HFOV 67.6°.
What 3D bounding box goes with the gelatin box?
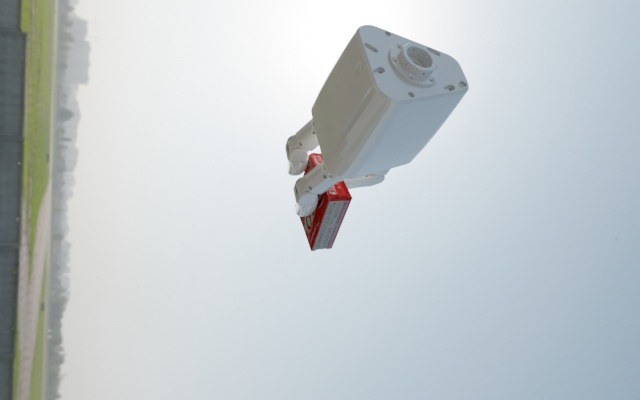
[{"bbox_3d":[0.000,0.002,0.547,0.030,0.073,0.089,-4,-42,-21],"label":"gelatin box"}]
